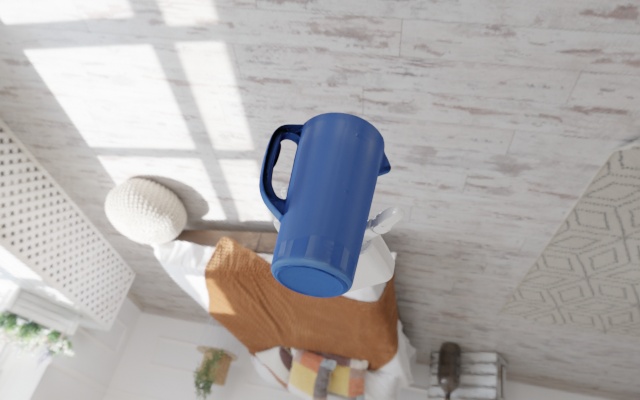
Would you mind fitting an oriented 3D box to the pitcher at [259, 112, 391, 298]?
[{"bbox_3d":[0.000,0.002,0.669,0.149,0.242,0.145,-5,-37,27],"label":"pitcher"}]
